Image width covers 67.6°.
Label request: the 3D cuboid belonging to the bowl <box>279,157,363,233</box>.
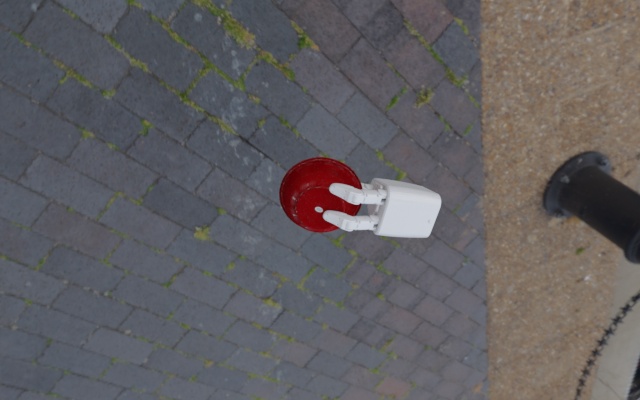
[{"bbox_3d":[-0.001,0.003,0.893,0.162,0.162,0.055,0,28,3],"label":"bowl"}]
